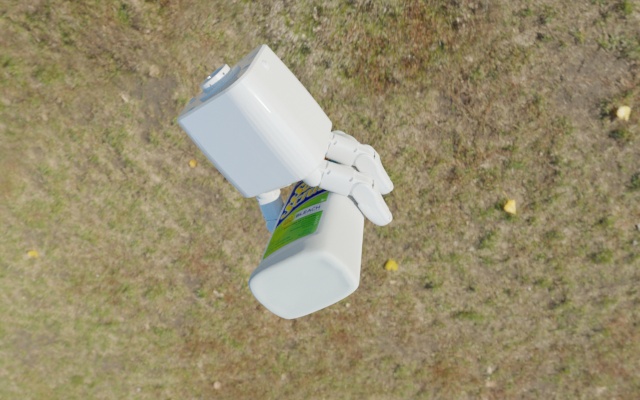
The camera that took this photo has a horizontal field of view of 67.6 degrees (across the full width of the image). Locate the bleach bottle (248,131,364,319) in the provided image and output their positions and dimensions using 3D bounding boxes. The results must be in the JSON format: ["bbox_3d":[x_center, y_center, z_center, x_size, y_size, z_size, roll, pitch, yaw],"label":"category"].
[{"bbox_3d":[0.000,0.002,0.520,0.102,0.068,0.250,-28,29,26],"label":"bleach bottle"}]
